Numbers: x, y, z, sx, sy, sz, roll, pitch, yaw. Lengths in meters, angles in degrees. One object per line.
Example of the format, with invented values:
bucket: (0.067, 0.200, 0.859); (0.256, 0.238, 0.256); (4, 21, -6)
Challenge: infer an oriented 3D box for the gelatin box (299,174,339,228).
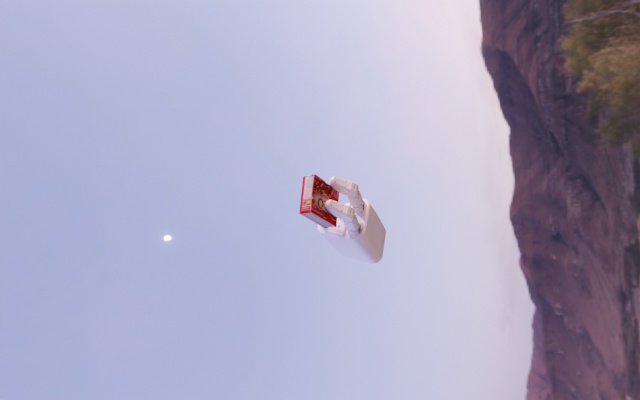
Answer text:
gelatin box: (0.000, 0.003, 0.876); (0.030, 0.073, 0.089); (-9, -25, 33)
